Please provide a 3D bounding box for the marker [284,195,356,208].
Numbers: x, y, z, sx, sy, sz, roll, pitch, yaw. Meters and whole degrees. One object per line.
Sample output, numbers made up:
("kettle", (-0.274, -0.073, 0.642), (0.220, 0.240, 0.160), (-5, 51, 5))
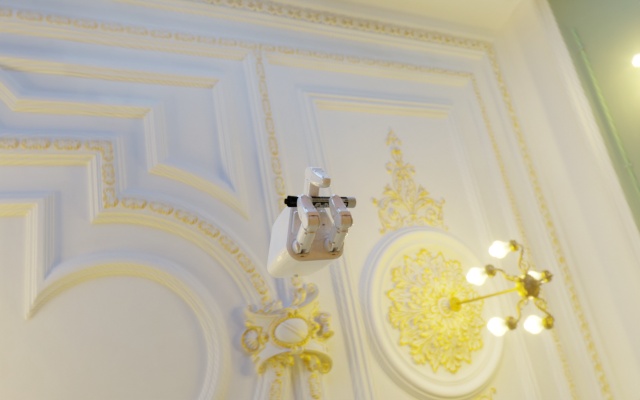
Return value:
("marker", (0.000, 0.002, 0.748), (0.121, 0.020, 0.020), (1, 0, -27))
